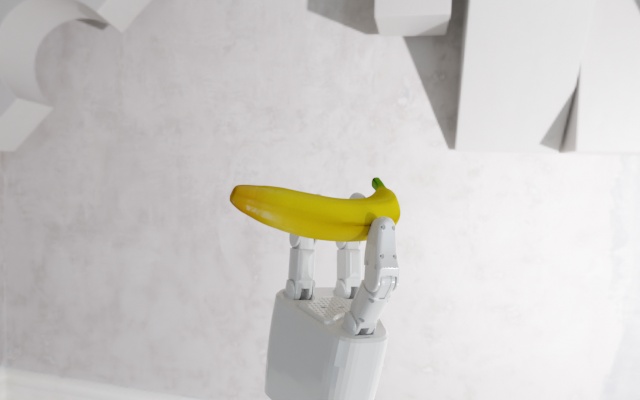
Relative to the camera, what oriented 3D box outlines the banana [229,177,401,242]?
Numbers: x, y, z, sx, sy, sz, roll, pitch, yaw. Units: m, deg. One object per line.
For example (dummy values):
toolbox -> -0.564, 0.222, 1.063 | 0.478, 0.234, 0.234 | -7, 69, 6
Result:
banana -> 0.015, 0.009, 0.406 | 0.069, 0.037, 0.198 | 31, 21, 34
